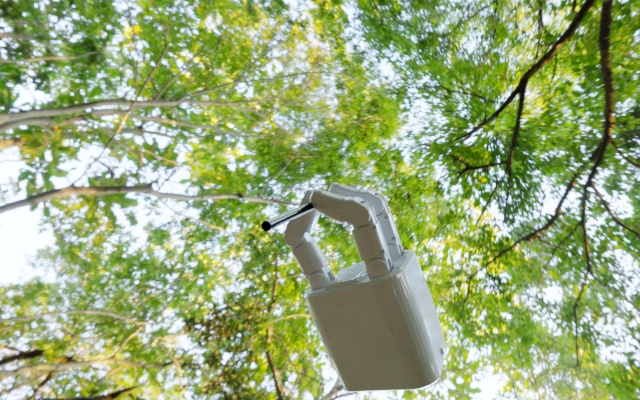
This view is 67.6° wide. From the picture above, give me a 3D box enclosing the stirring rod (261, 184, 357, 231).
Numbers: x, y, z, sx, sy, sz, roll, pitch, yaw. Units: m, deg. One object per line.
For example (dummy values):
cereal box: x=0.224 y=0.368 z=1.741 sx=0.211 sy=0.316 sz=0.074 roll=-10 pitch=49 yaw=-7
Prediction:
stirring rod: x=0.000 y=0.002 z=0.463 sx=0.011 sy=0.011 sz=0.239 roll=0 pitch=8 yaw=20
